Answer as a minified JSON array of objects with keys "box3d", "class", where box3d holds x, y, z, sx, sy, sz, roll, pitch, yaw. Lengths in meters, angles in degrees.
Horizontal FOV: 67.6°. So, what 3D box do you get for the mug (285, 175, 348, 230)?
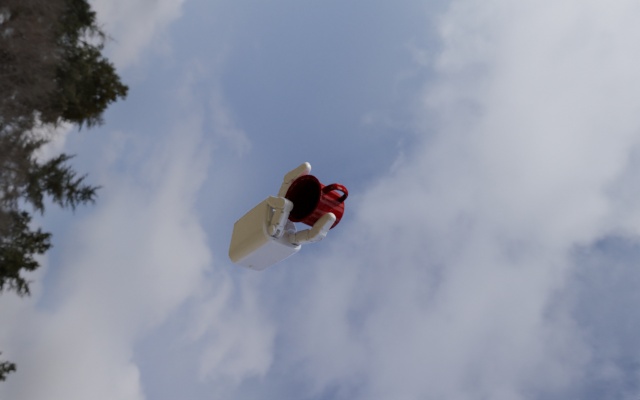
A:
[{"box3d":[0.001,0.002,0.892,0.117,0.093,0.081,-32,-38,28],"class":"mug"}]
